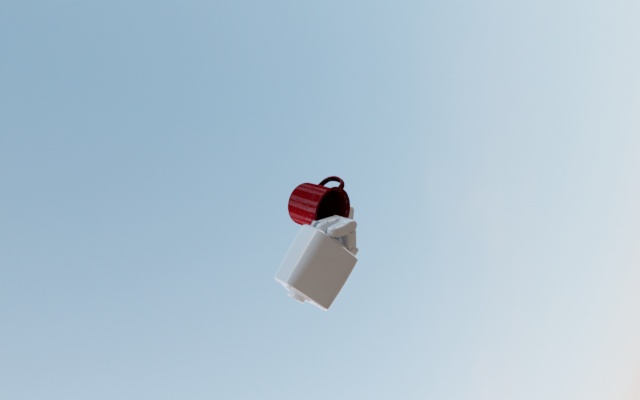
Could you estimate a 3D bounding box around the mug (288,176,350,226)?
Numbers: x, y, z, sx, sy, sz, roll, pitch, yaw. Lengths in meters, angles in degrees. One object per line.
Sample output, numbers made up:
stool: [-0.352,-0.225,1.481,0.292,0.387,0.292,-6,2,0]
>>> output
mug: [0.001,0.002,0.881,0.081,0.117,0.093,16,-21,42]
